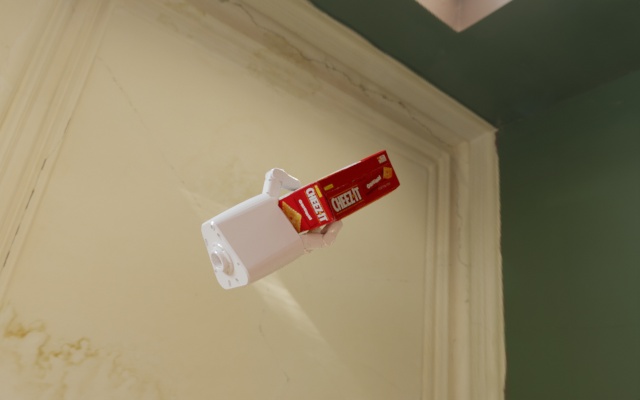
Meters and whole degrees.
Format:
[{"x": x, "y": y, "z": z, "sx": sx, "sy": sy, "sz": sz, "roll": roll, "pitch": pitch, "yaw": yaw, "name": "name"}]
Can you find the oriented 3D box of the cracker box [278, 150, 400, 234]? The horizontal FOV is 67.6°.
[{"x": 0.000, "y": 0.002, "z": 0.790, "sx": 0.164, "sy": 0.072, "sz": 0.214, "roll": -27, "pitch": 3, "yaw": -40, "name": "cracker box"}]
